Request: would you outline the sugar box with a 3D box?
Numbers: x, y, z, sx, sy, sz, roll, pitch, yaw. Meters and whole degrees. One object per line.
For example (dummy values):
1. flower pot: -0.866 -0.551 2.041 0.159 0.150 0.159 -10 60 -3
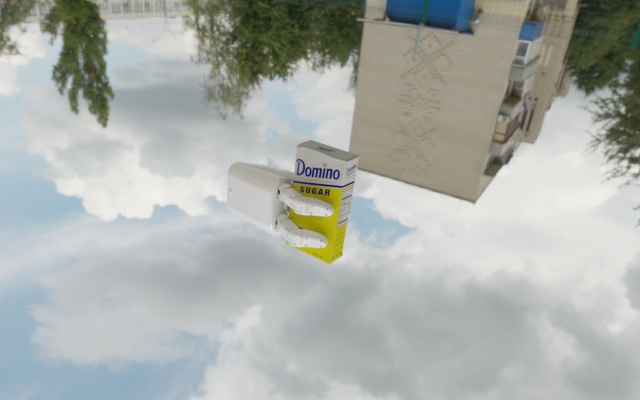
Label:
1. sugar box: 0.000 0.003 0.752 0.093 0.176 0.048 21 29 29
